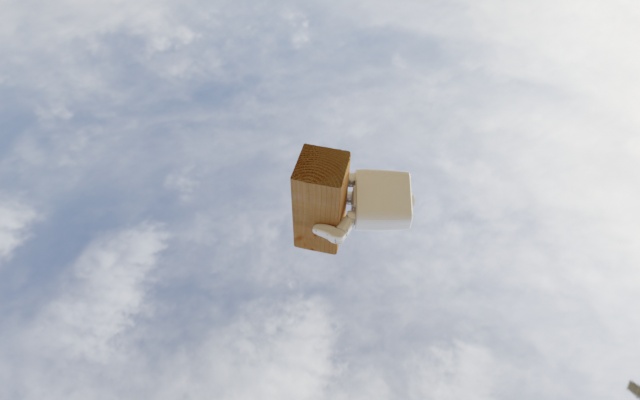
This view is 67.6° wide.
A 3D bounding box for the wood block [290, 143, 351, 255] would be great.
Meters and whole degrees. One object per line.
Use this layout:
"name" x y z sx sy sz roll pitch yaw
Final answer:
"wood block" 0.000 0.003 0.898 0.090 0.090 0.206 11 -38 8
